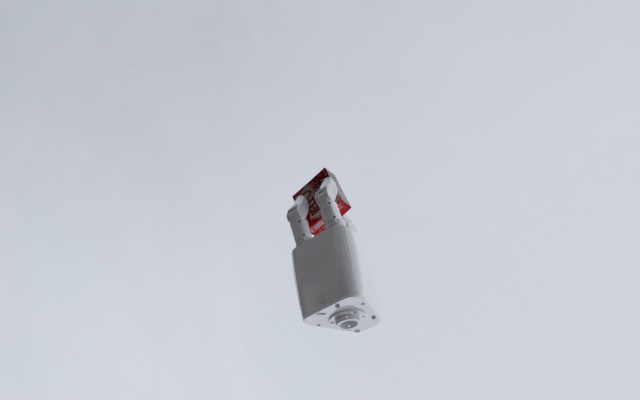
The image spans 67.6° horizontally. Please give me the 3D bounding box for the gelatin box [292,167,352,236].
[{"bbox_3d":[0.000,0.002,0.731,0.030,0.073,0.089,36,20,-38],"label":"gelatin box"}]
